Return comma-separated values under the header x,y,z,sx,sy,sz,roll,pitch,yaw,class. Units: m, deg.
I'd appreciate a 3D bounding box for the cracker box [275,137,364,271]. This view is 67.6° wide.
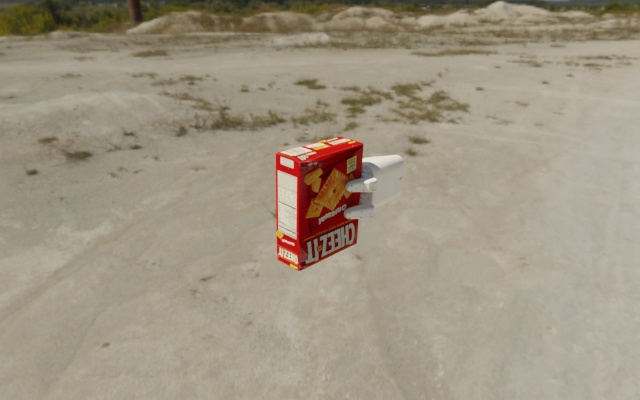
x,y,z,sx,sy,sz,roll,pitch,yaw,class
0.000,0.003,0.888,0.164,0.214,0.072,-20,31,-41,cracker box
